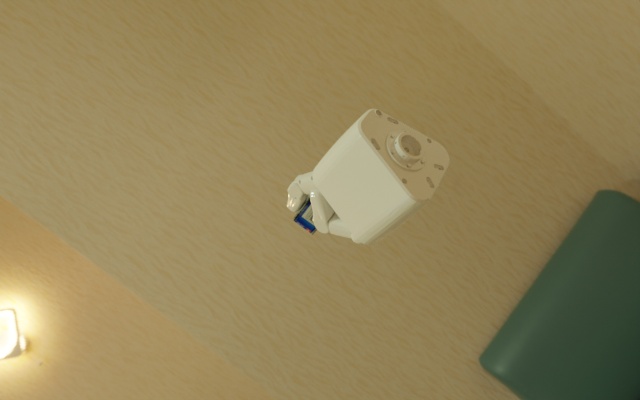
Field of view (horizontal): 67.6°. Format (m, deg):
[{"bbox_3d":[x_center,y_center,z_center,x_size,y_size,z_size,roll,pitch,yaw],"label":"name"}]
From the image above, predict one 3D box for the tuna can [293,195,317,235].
[{"bbox_3d":[0.000,0.002,0.644,0.034,0.086,0.086,36,-2,-3],"label":"tuna can"}]
